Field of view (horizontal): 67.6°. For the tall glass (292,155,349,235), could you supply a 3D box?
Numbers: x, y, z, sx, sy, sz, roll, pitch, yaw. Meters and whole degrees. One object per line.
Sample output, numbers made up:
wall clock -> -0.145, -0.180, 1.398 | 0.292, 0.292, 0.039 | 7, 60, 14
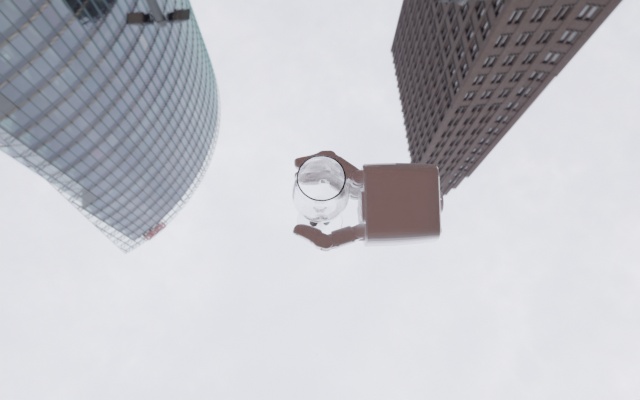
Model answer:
tall glass -> 0.000, 0.003, 0.685 | 0.079, 0.079, 0.201 | 0, -18, 0
